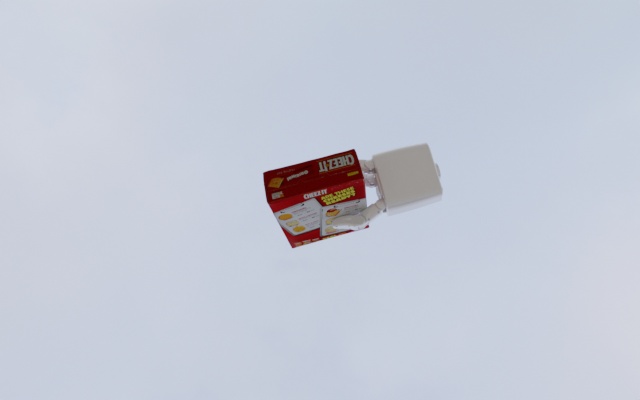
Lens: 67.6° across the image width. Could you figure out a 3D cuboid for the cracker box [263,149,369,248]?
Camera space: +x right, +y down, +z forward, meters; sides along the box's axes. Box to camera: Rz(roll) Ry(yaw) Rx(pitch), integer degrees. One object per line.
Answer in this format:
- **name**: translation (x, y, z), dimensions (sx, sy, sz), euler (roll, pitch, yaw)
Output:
- **cracker box**: translation (0.000, 0.003, 0.875), dimensions (0.164, 0.072, 0.214), euler (-15, -27, 1)
